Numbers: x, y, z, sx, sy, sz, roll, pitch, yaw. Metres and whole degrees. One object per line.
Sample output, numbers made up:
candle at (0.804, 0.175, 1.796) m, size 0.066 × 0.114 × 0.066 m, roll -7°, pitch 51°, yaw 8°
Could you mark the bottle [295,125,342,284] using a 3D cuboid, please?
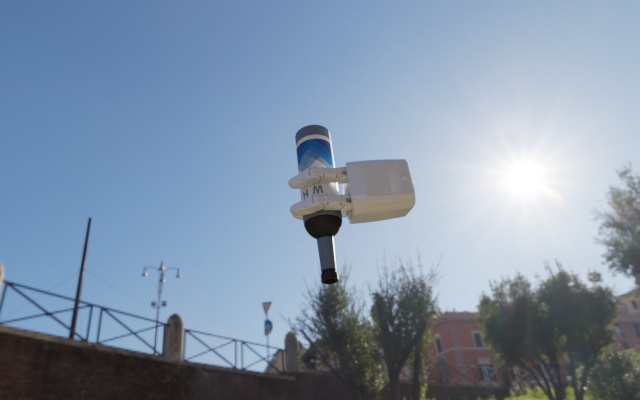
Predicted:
bottle at (0.000, 0.003, 0.829) m, size 0.069 × 0.295 × 0.069 m, roll -5°, pitch -31°, yaw -3°
